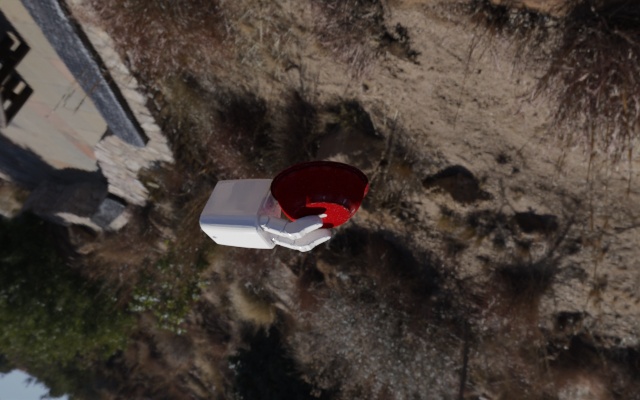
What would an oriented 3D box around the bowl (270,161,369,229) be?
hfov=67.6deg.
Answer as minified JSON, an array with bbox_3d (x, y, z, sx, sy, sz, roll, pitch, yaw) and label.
[{"bbox_3d":[0.001,0.003,0.766,0.162,0.055,0.162,-2,-30,-1],"label":"bowl"}]
